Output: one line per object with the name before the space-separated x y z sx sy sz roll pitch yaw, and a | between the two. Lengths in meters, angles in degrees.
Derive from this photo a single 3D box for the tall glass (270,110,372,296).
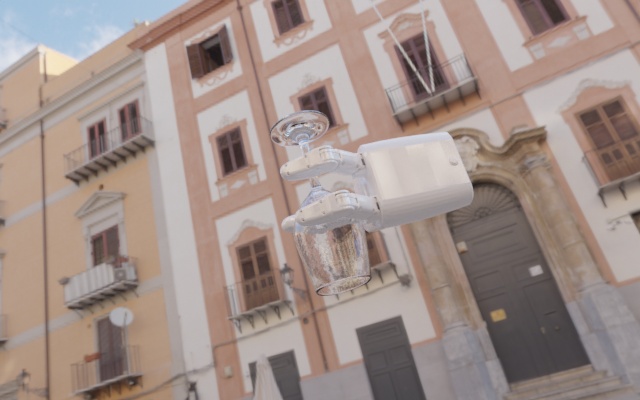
tall glass | 0.000 0.001 0.540 0.079 0.201 0.079 -13 -22 -6
